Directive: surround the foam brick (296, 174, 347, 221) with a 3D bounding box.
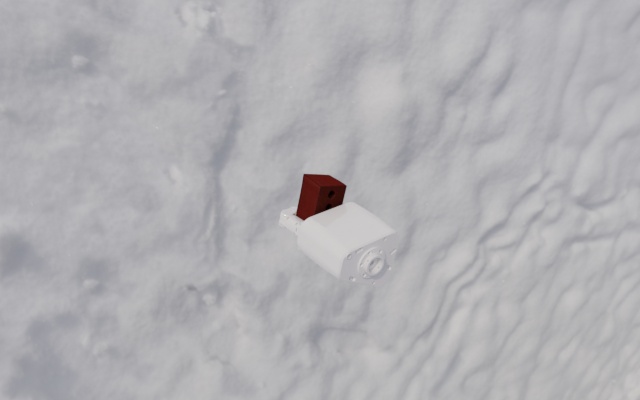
[{"bbox_3d":[0.000,0.002,0.754,0.053,0.078,0.051,-2,23,-35],"label":"foam brick"}]
